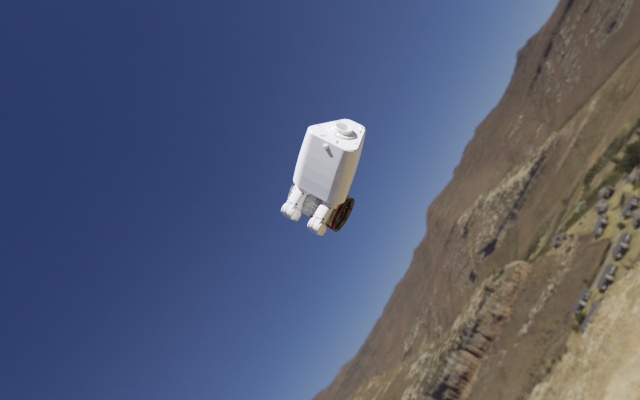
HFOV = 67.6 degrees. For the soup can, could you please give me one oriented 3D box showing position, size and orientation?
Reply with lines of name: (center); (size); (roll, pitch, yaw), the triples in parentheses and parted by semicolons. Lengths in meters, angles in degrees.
soup can: (0.000, 0.003, 0.857); (0.102, 0.068, 0.068); (29, 9, 18)
